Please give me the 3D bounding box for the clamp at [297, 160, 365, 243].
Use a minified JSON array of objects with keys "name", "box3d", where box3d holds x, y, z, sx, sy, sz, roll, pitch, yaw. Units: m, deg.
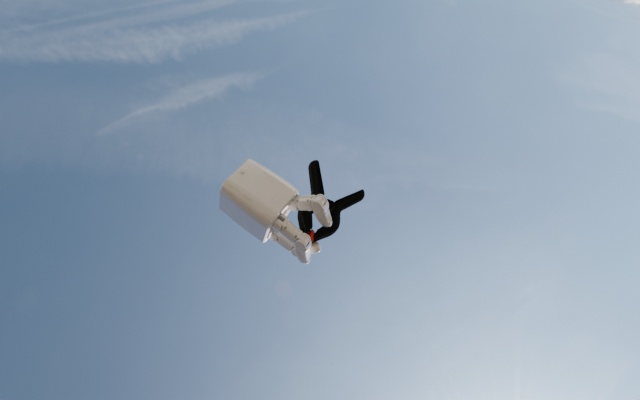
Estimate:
[{"name":"clamp","box3d":[0.000,0.003,0.862,0.120,0.171,0.039,35,-41,3]}]
